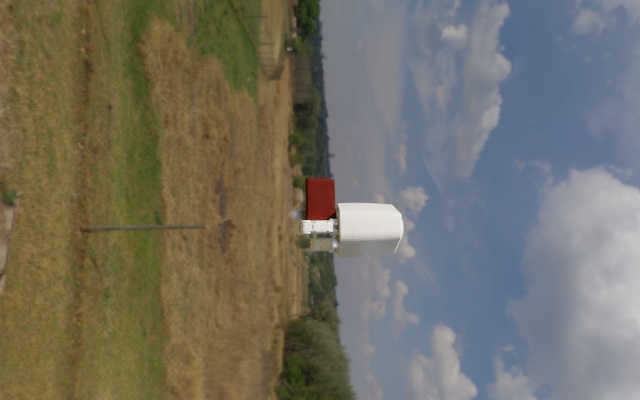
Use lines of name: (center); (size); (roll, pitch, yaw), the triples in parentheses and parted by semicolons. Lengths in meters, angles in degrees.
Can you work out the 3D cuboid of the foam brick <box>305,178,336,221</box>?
foam brick: (0.000, 0.002, 0.849); (0.051, 0.078, 0.053); (-1, -8, 0)
